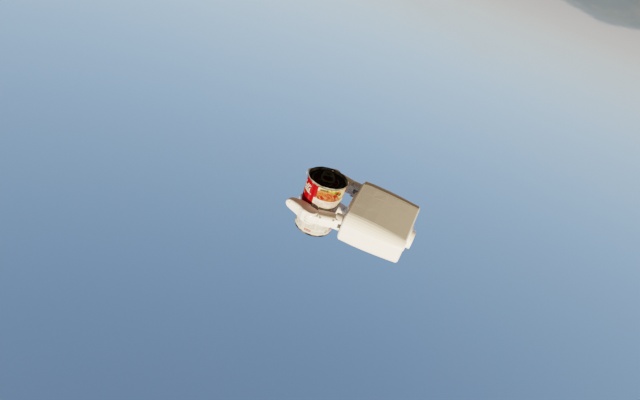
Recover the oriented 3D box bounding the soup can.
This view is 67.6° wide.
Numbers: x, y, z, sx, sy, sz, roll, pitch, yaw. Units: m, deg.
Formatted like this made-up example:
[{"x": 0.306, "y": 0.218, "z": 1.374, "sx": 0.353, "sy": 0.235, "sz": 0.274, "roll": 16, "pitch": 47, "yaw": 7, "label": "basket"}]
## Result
[{"x": 0.000, "y": 0.003, "z": 0.812, "sx": 0.068, "sy": 0.102, "sz": 0.068, "roll": 13, "pitch": 33, "yaw": -8, "label": "soup can"}]
